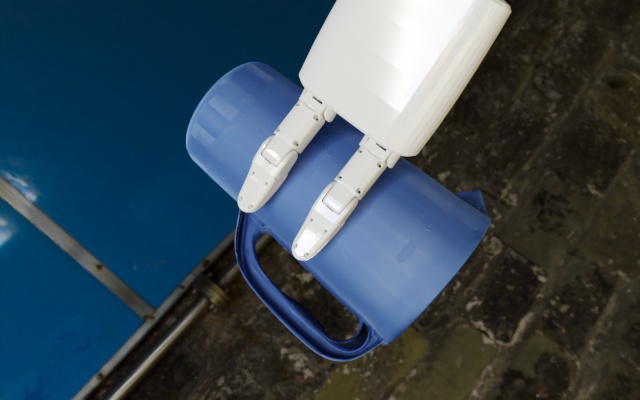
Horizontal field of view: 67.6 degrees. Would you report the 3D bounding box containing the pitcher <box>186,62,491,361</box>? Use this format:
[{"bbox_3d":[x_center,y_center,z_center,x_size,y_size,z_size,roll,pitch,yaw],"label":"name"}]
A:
[{"bbox_3d":[0.000,0.001,0.402,0.243,0.145,0.149,39,34,11],"label":"pitcher"}]
